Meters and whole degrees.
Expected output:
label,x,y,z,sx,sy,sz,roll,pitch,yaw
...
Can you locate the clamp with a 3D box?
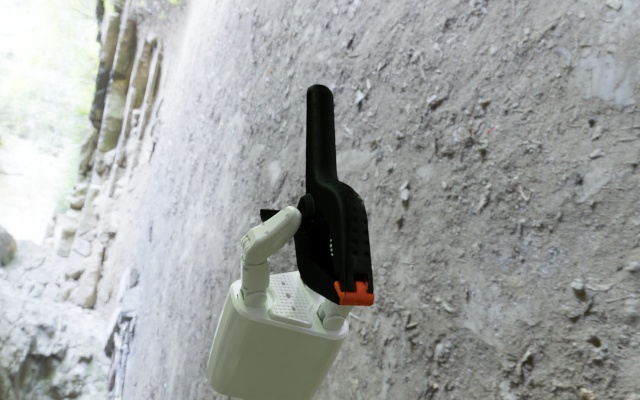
label,x,y,z,sx,sy,sz,roll,pitch,yaw
clamp,-0.001,0.002,0.416,0.036,0.165,0.210,7,27,-26
